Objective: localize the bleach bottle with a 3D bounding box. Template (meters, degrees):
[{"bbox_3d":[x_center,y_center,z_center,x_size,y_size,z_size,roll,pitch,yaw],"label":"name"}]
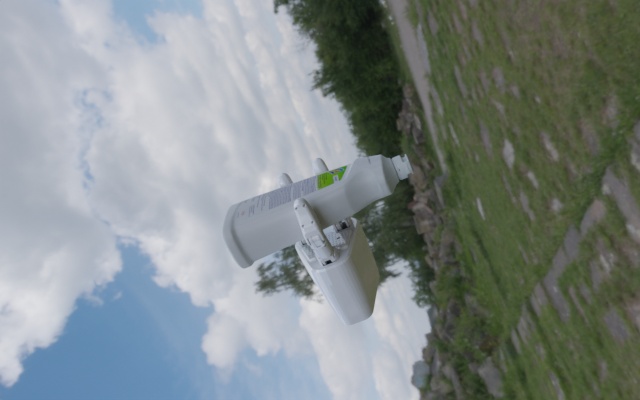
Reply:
[{"bbox_3d":[0.000,0.002,0.627,0.251,0.068,0.102,-22,25,8],"label":"bleach bottle"}]
